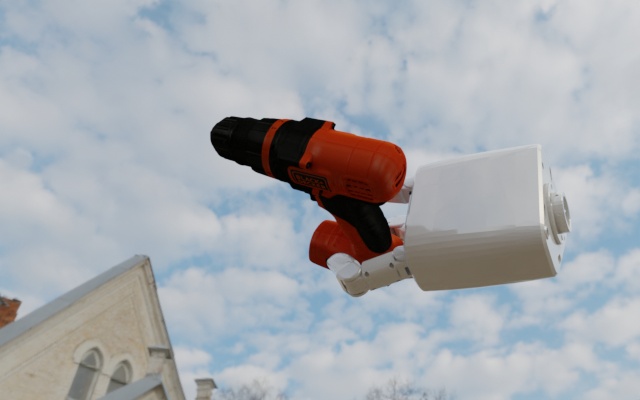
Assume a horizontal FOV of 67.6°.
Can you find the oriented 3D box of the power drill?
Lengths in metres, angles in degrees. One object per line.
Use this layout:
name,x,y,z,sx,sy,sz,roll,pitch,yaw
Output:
power drill,0.000,0.002,0.445,0.184,0.057,0.188,17,-28,30
